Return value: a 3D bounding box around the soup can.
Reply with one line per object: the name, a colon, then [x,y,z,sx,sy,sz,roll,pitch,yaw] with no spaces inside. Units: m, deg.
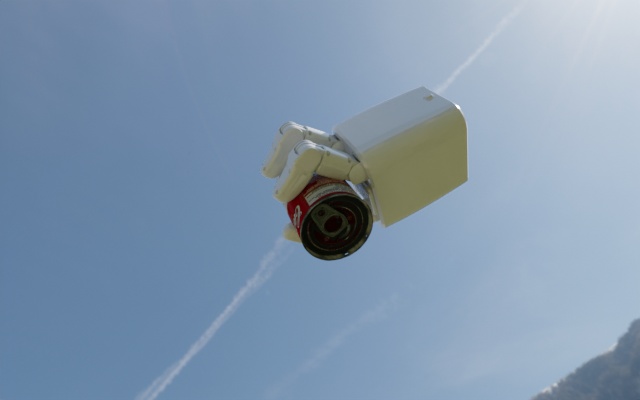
soup can: [0.000,0.002,0.462,0.068,0.068,0.102,0,28,-20]
